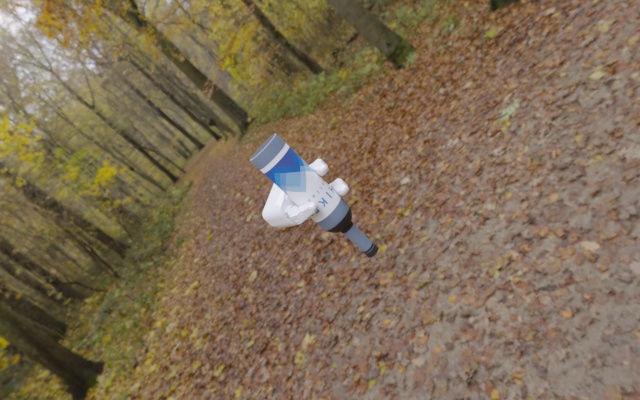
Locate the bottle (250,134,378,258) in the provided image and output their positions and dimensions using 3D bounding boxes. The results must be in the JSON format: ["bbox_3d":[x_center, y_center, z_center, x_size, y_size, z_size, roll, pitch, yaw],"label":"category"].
[{"bbox_3d":[0.000,0.003,0.885,0.296,0.069,0.069,44,-15,-16],"label":"bottle"}]
